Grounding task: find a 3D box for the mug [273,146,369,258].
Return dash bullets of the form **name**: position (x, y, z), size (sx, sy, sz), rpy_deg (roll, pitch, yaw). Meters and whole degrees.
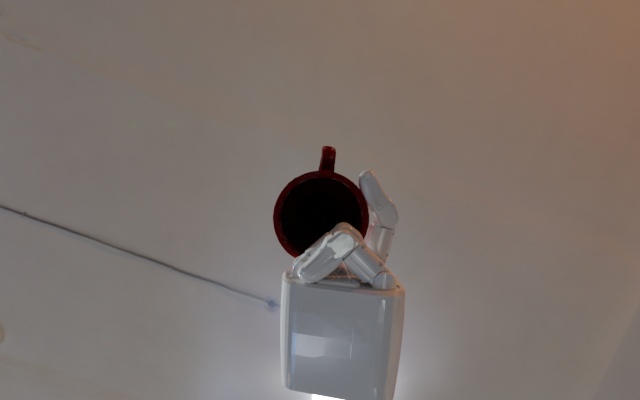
- **mug**: position (0.000, 0.000, 0.498), size (0.093, 0.117, 0.081), rpy_deg (5, 6, -3)
